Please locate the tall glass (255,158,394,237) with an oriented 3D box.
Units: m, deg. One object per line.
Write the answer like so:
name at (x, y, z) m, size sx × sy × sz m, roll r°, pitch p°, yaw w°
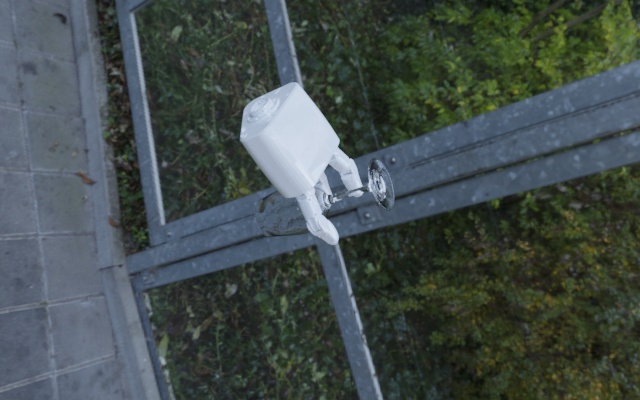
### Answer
tall glass at (0.001, 0.002, 0.696) m, size 0.201 × 0.079 × 0.079 m, roll -17°, pitch -8°, yaw 29°
